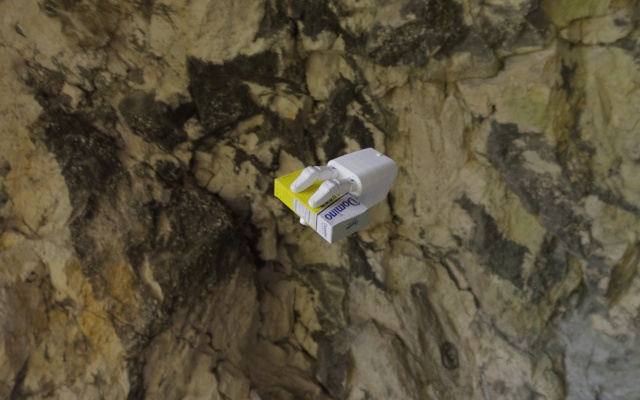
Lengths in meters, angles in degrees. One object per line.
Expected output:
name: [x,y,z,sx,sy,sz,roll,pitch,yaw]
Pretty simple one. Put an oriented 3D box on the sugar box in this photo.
sugar box: [0.000,0.002,0.892,0.093,0.048,0.176,-23,42,-32]
